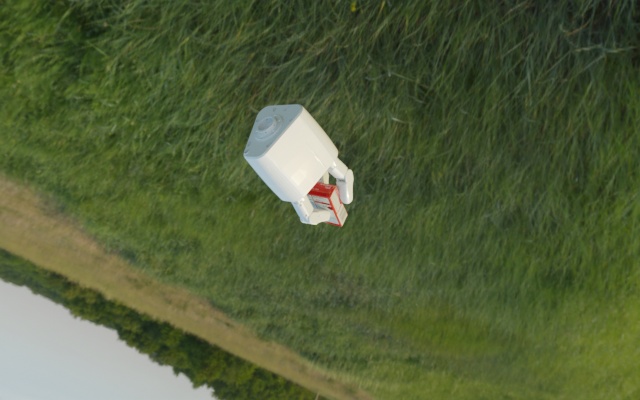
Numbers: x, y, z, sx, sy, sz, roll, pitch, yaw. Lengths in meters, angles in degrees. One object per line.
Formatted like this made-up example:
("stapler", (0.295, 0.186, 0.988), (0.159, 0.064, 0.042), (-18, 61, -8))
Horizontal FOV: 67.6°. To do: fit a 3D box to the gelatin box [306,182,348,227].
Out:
("gelatin box", (0.000, 0.003, 0.822), (0.073, 0.030, 0.089), (13, -31, 28))
